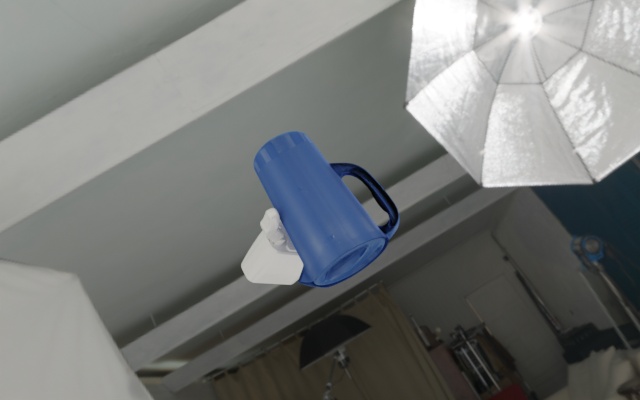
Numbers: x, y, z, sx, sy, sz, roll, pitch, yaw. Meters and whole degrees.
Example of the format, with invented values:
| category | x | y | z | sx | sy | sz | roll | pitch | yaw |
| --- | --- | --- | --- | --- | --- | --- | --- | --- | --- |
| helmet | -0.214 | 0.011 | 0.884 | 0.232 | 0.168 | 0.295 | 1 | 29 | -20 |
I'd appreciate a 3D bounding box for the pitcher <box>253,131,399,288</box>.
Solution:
| category | x | y | z | sx | sy | sz | roll | pitch | yaw |
| --- | --- | --- | --- | --- | --- | --- | --- | --- | --- |
| pitcher | 0.000 | 0.003 | 0.765 | 0.149 | 0.242 | 0.145 | -10 | -32 | -42 |
